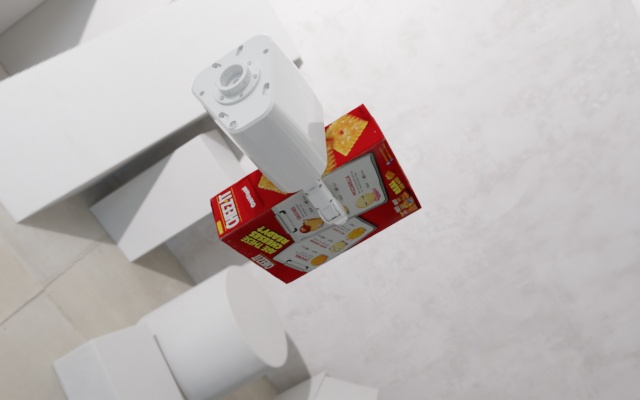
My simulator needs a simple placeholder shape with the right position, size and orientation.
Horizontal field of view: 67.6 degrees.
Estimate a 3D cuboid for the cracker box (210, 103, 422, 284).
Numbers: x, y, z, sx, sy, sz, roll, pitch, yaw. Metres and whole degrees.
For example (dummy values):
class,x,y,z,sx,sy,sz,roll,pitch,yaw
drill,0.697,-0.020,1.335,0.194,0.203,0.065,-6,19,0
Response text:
class,x,y,z,sx,sy,sz,roll,pitch,yaw
cracker box,0.000,0.002,0.591,0.214,0.072,0.164,-30,-37,9
